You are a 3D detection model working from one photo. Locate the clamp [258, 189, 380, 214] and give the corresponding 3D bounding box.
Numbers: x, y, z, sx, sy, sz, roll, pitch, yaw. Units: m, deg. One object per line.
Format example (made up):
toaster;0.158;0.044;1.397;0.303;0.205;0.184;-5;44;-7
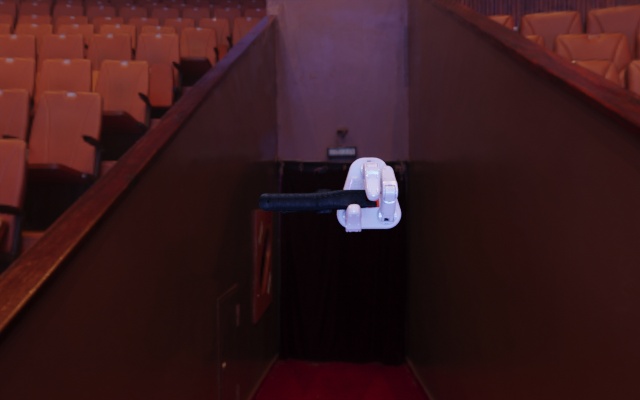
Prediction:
clamp;0.000;0.002;0.715;0.171;0.039;0.120;0;2;1
